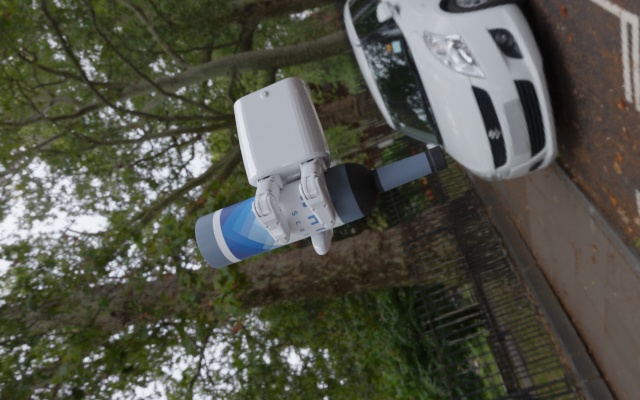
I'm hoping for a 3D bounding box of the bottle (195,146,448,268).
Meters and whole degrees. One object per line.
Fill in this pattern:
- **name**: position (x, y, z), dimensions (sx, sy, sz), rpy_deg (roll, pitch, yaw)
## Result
- **bottle**: position (0.000, 0.002, 0.555), dimensions (0.296, 0.069, 0.069), rpy_deg (-20, -4, 12)
